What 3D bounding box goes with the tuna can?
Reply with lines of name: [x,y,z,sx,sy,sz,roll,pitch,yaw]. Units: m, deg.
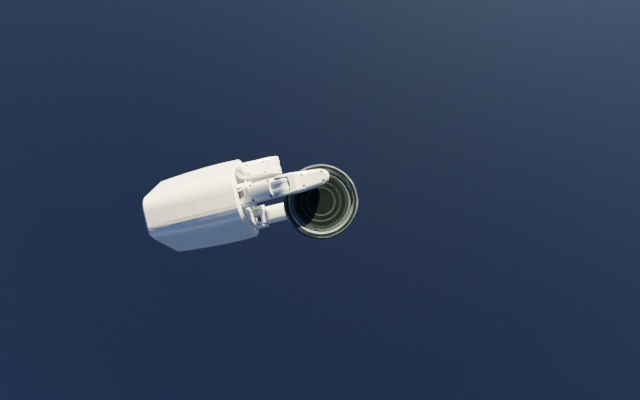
tuna can: [0.000,0.002,0.547,0.086,0.086,0.034,0,-4,-2]
